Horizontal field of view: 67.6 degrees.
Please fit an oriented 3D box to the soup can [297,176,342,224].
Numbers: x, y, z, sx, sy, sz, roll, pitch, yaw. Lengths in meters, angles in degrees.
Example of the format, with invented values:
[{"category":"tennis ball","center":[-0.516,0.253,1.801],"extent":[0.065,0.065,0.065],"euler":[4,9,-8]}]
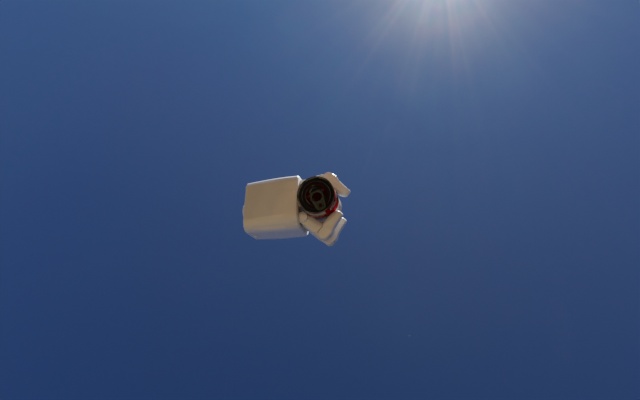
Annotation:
[{"category":"soup can","center":[0.001,0.003,0.885],"extent":[0.068,0.068,0.102],"euler":[0,-16,10]}]
